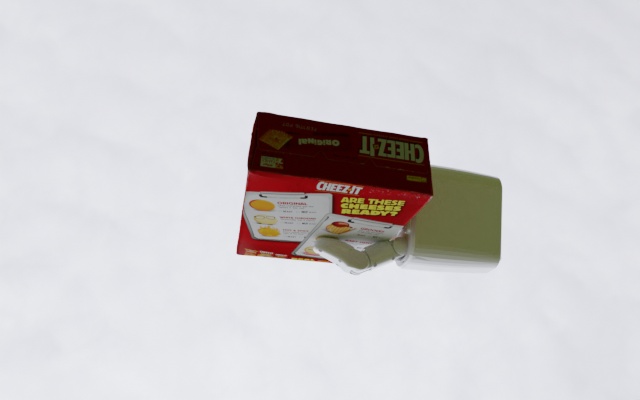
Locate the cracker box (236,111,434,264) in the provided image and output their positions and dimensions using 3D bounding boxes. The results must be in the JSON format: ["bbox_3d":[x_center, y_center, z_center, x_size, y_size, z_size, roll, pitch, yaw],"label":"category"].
[{"bbox_3d":[0.000,0.002,0.508,0.164,0.072,0.214,7,-27,-10],"label":"cracker box"}]
